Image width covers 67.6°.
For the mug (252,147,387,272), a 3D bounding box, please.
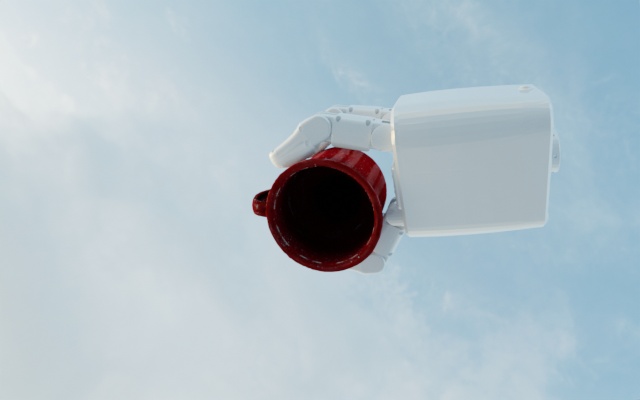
[{"bbox_3d":[-0.001,0.001,0.407,0.117,0.093,0.081,-2,18,16],"label":"mug"}]
